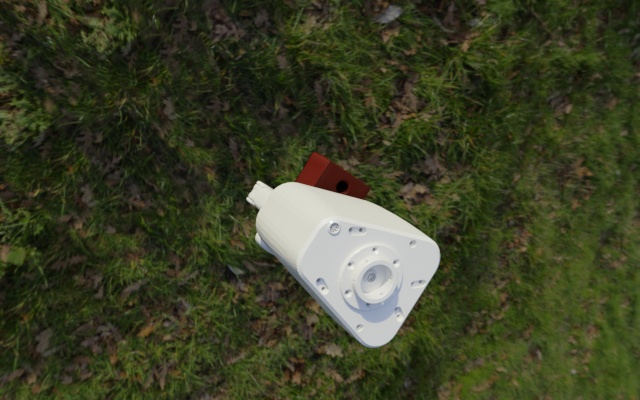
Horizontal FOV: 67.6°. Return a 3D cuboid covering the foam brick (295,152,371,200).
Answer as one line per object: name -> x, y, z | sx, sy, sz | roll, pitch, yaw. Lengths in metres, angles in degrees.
foam brick -> 0.000, 0.001, 0.462 | 0.053, 0.078, 0.051 | 32, 0, -25
